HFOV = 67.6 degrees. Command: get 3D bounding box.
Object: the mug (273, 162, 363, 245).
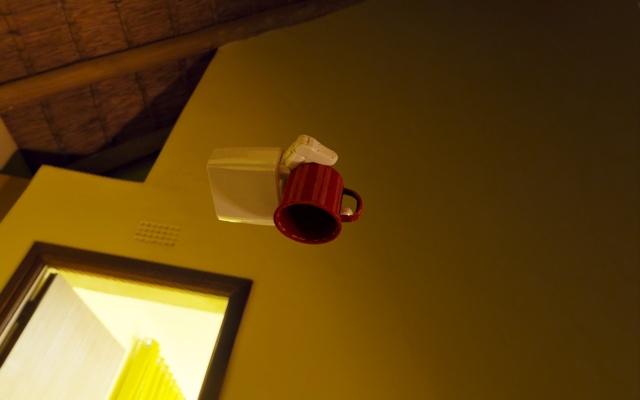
[{"bbox_3d":[0.002,0.002,0.659,0.117,0.081,0.093,4,-41,10],"label":"mug"}]
